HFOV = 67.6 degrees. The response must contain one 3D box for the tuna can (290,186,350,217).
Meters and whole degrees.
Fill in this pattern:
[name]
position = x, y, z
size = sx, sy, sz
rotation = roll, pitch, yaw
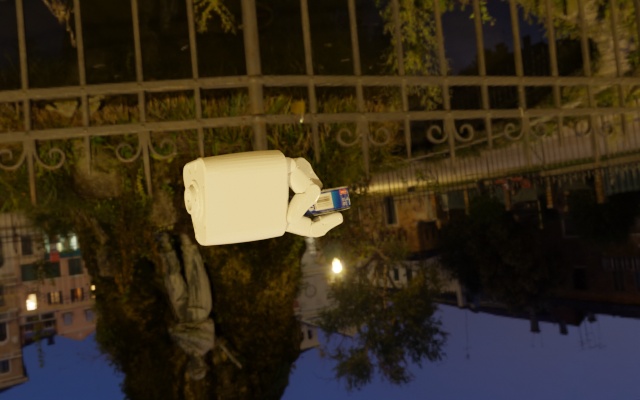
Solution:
[tuna can]
position = 0.000, 0.003, 0.698
size = 0.086, 0.034, 0.086
rotation = -11, 0, 0
